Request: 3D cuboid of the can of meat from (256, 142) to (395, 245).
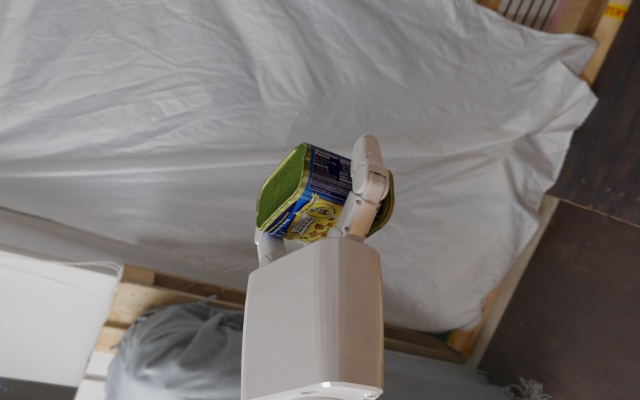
[{"bbox_3d":[0.000,0.001,0.416,0.084,0.057,0.102,18,-35,-24],"label":"can of meat"}]
